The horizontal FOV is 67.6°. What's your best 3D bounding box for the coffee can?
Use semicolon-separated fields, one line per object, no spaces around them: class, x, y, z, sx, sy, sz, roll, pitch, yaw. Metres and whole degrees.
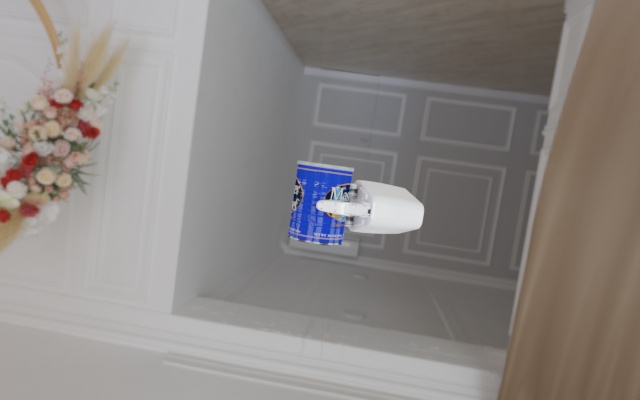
coffee can;0.000;0.003;0.870;0.103;0.140;0.103;8;4;-1
